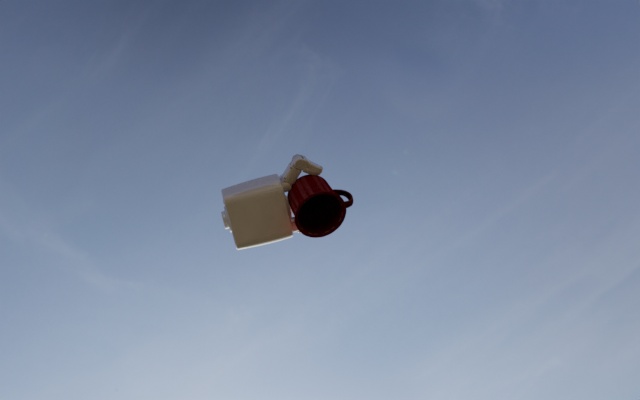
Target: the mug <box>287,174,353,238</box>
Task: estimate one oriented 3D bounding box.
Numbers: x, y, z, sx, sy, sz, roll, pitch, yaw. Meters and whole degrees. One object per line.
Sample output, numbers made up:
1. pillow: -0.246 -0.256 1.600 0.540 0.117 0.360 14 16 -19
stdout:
1. mug: 0.001 0.002 0.849 0.117 0.093 0.081 -14 33 -12
